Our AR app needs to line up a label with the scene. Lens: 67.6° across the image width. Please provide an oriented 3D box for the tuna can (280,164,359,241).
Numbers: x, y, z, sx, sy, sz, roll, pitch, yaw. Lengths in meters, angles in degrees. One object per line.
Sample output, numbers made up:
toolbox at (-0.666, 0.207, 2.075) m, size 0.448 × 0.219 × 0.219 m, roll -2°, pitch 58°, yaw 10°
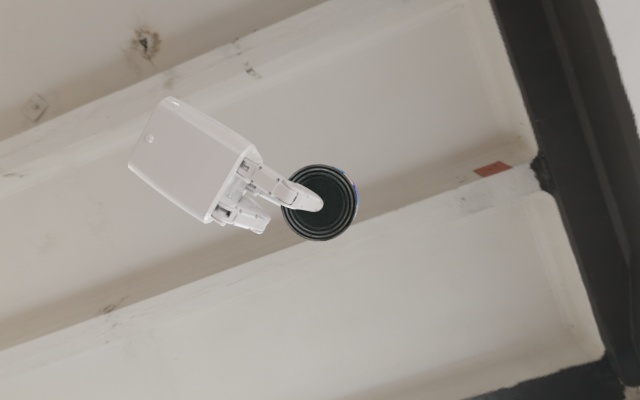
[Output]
tuna can at (0.000, 0.002, 0.542) m, size 0.086 × 0.086 × 0.034 m, roll 0°, pitch 4°, yaw 10°
